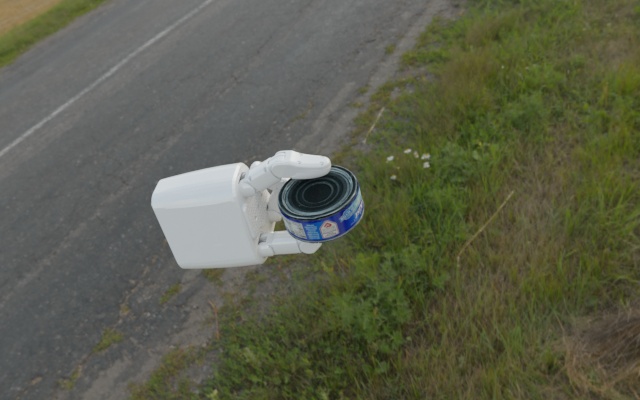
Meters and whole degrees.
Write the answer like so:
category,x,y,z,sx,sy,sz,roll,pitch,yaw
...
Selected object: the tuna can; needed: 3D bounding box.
category,x,y,z,sx,sy,sz,roll,pitch,yaw
tuna can,0.000,0.001,0.489,0.086,0.034,0.086,-10,40,9
